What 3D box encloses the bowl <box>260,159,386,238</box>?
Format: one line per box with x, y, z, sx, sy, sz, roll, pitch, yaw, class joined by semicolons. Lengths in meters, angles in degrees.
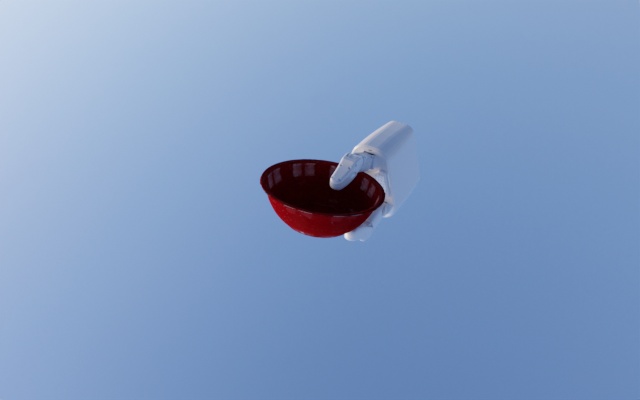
-0.001;0.003;0.623;0.162;0.055;0.162;7;27;-4;bowl
